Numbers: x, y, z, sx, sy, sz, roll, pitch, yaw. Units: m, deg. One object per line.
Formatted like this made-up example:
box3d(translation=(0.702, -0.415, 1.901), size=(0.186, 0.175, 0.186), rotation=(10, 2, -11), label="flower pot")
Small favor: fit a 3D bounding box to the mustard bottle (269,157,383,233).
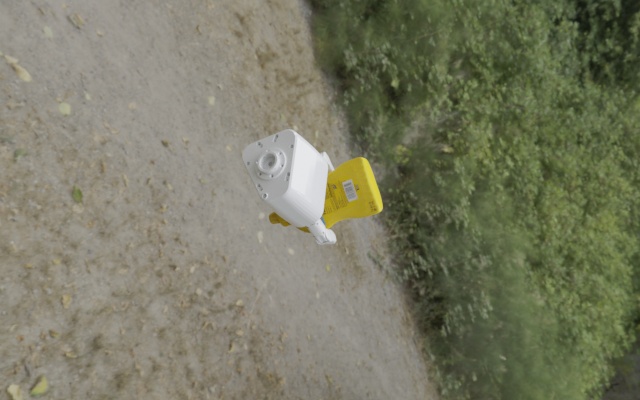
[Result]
box3d(translation=(0.000, 0.003, 0.799), size=(0.191, 0.096, 0.058), rotation=(-19, -3, 17), label="mustard bottle")
